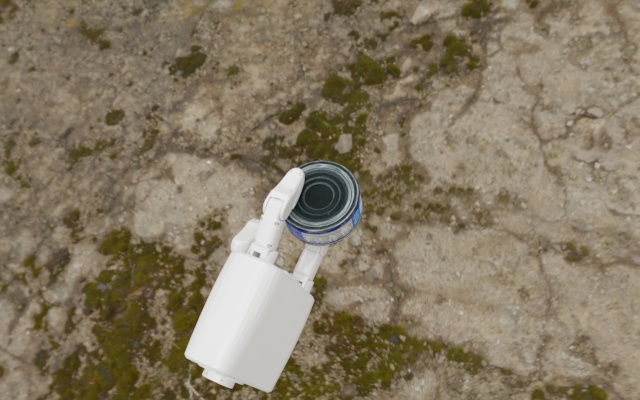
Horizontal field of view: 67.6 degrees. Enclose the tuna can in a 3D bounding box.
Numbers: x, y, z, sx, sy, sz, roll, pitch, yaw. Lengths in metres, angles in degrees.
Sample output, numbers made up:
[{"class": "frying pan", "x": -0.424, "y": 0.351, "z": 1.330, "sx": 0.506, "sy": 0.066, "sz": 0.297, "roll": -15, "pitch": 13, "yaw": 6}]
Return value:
[{"class": "tuna can", "x": 0.000, "y": 0.001, "z": 0.496, "sx": 0.086, "sy": 0.086, "sz": 0.034, "roll": 0, "pitch": -29, "yaw": 10}]
